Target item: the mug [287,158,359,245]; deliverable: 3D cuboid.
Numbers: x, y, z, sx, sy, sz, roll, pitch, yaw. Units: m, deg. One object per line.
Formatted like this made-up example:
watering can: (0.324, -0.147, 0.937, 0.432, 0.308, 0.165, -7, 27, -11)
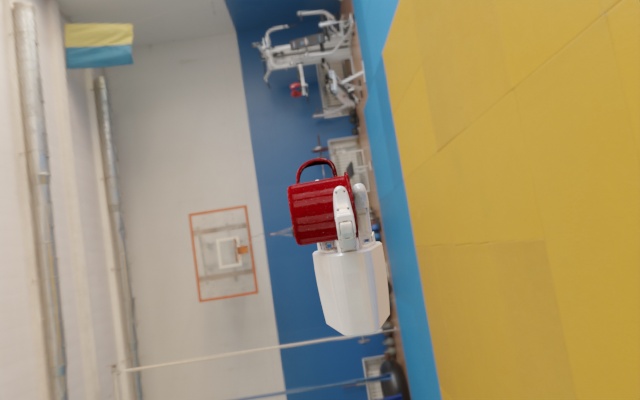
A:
mug: (0.000, 0.001, 0.634, 0.081, 0.117, 0.093, -10, -3, -1)
